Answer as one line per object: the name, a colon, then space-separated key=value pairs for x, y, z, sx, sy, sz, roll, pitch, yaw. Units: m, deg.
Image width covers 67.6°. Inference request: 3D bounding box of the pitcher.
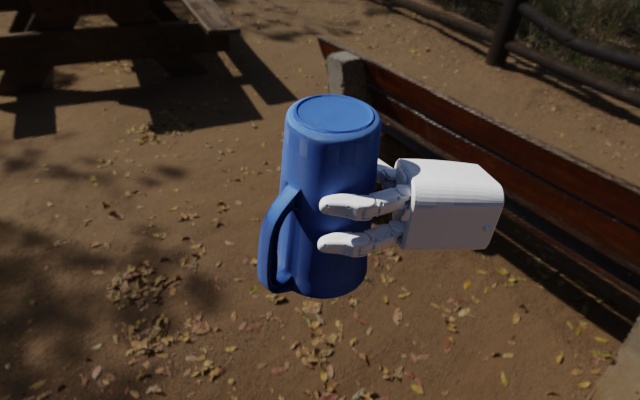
pitcher: x=0.000 y=0.002 z=0.594 sx=0.145 sy=0.243 sz=0.149 roll=3 pitch=38 yaw=-2
